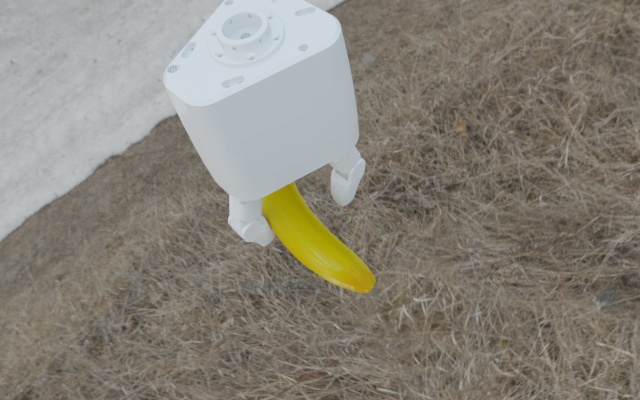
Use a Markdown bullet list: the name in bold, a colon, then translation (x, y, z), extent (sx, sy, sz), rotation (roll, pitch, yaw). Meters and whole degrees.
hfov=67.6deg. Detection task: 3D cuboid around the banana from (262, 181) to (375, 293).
- **banana**: translation (-0.019, 0.004, 0.436), extent (0.069, 0.197, 0.037), rotation (-17, -33, -11)
